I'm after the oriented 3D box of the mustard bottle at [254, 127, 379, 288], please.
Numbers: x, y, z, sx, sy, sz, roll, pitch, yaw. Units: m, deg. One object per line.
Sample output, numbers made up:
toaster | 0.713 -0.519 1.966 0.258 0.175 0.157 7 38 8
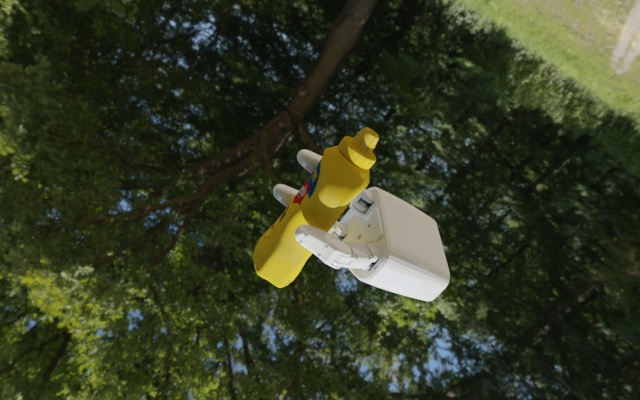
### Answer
mustard bottle | 0.000 0.002 0.520 0.058 0.192 0.096 34 22 -7
